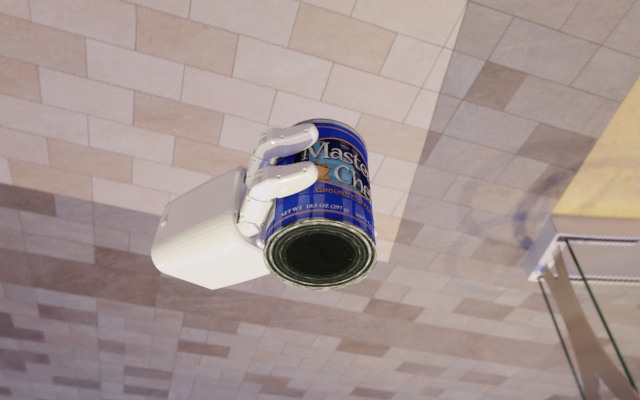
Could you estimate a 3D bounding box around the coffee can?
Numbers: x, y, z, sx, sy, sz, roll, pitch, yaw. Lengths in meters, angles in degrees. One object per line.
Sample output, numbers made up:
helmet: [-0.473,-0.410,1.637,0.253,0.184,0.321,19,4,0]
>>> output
coffee can: [0.000,0.001,0.471,0.103,0.140,0.103,0,-44,0]
